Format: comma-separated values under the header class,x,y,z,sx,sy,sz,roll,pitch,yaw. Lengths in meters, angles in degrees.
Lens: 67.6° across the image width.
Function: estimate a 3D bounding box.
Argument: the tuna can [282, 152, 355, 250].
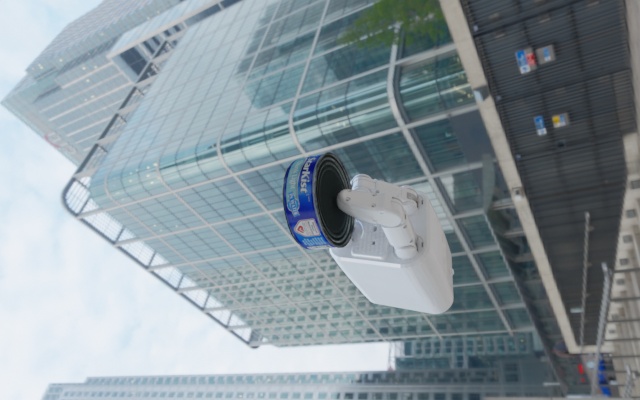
class,x,y,z,sx,sy,sz,roll,pitch,yaw
tuna can,0.000,0.001,0.432,0.034,0.086,0.086,-8,-3,25
